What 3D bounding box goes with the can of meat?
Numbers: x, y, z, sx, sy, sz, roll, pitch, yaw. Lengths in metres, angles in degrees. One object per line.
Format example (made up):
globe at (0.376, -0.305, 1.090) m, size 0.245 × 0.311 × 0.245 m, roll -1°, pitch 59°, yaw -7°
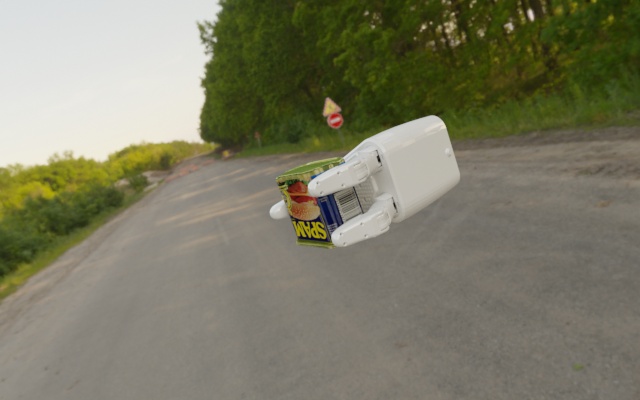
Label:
can of meat at (0.000, 0.001, 0.526) m, size 0.057 × 0.084 × 0.102 m, roll -25°, pitch 11°, yaw -28°
